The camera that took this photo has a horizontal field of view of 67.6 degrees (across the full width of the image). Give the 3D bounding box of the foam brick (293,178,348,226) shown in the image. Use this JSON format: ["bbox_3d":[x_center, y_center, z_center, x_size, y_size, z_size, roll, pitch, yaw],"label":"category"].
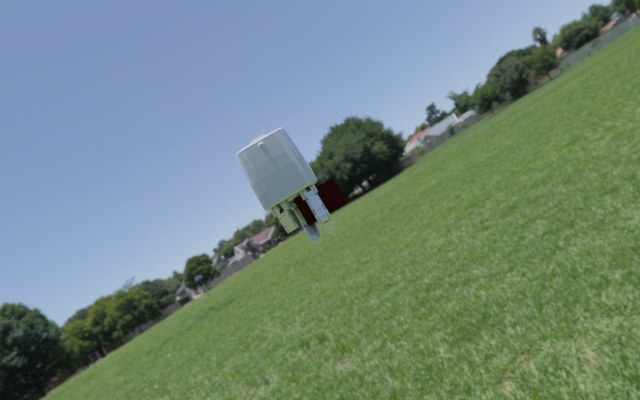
[{"bbox_3d":[0.000,0.003,0.809,0.078,0.051,0.053,-30,-1,-2],"label":"foam brick"}]
